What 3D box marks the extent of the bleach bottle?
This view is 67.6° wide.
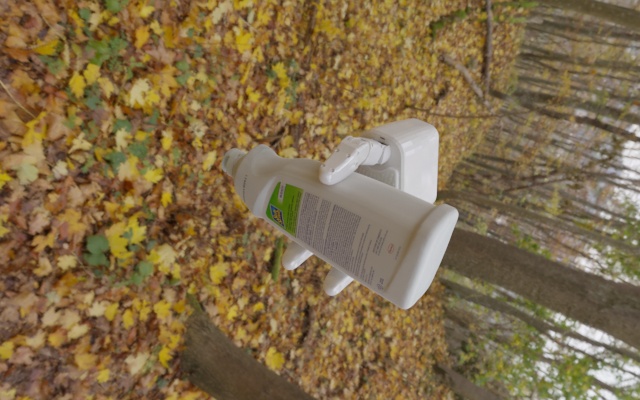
[{"bbox_3d":[0.000,0.002,0.475,0.250,0.103,0.068,29,32,26],"label":"bleach bottle"}]
